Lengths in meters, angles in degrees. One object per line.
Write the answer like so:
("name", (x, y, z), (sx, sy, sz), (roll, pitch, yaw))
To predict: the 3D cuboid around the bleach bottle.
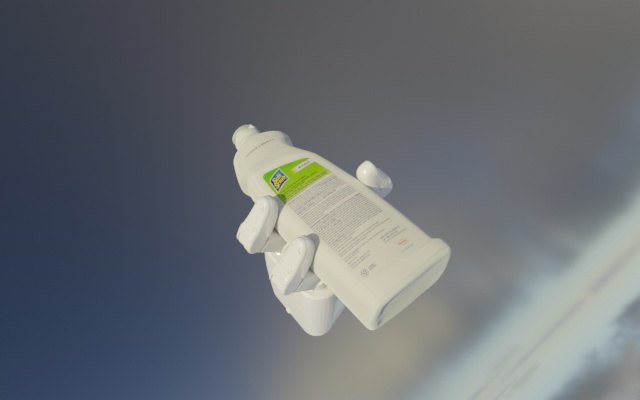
("bleach bottle", (0.000, 0.002, 0.470), (0.102, 0.250, 0.068), (-32, -31, -22))
